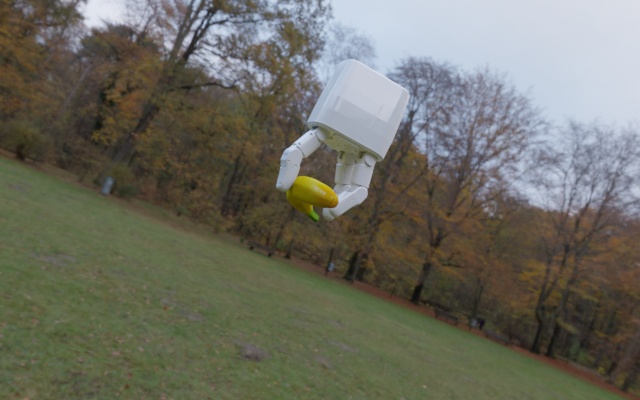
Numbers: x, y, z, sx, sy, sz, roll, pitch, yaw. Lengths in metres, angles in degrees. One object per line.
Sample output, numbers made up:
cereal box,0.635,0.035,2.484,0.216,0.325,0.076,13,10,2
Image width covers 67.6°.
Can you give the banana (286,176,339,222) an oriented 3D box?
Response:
banana,-0.016,-0.007,0.671,0.069,0.037,0.198,31,-9,-2
